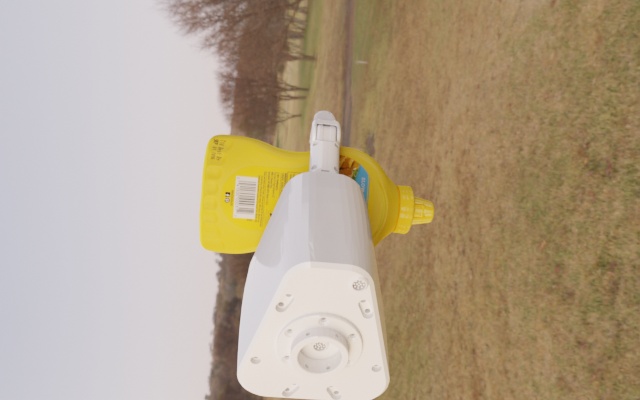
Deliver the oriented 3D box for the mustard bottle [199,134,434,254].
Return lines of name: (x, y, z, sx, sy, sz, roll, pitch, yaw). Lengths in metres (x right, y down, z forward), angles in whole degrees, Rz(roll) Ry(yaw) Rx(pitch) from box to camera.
mustard bottle: (0.000, 0.001, 0.401, 0.191, 0.096, 0.058, 5, 4, -4)
